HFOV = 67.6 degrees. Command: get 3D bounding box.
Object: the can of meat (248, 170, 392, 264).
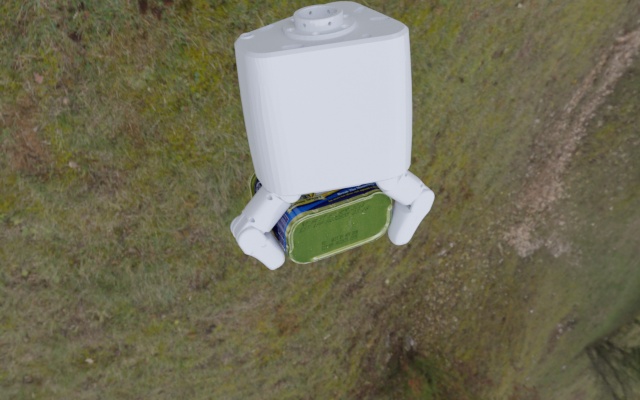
[{"bbox_3d":[0.000,0.002,0.416,0.102,0.057,0.084,-18,39,-19],"label":"can of meat"}]
